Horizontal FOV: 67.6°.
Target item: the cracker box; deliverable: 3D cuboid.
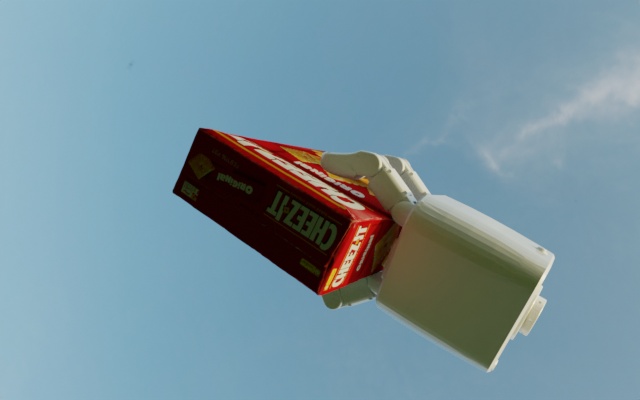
[{"bbox_3d":[0.000,0.002,0.456,0.164,0.072,0.214,30,14,25],"label":"cracker box"}]
